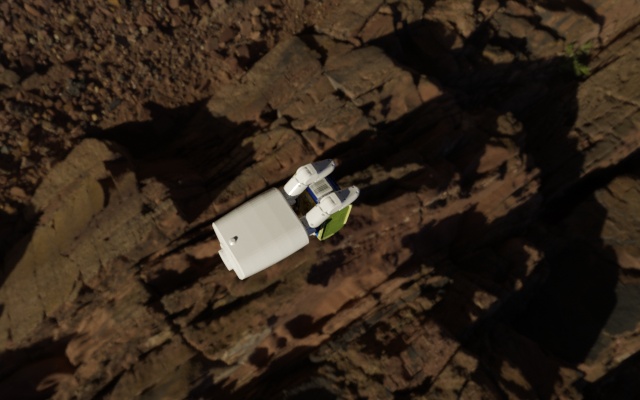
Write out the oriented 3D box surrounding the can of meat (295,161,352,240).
[{"bbox_3d":[0.000,0.003,0.737,0.057,0.084,0.102,-28,-22,-19],"label":"can of meat"}]
